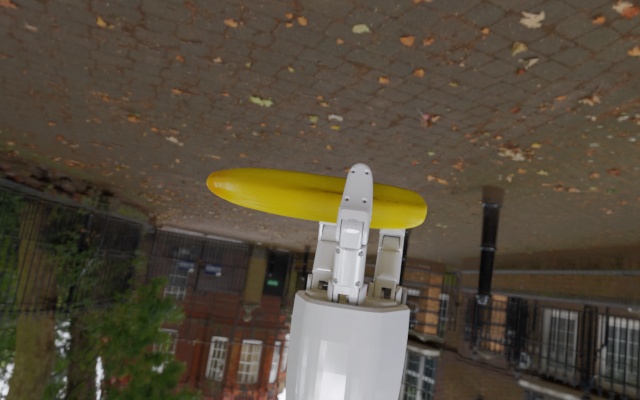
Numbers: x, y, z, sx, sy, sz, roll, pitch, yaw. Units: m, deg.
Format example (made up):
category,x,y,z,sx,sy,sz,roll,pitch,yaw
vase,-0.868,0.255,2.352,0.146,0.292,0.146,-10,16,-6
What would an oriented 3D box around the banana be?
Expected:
category,x,y,z,sx,sy,sz,roll,pitch,yaw
banana,0.009,0.001,0.388,0.198,0.037,0.069,8,-6,-16
